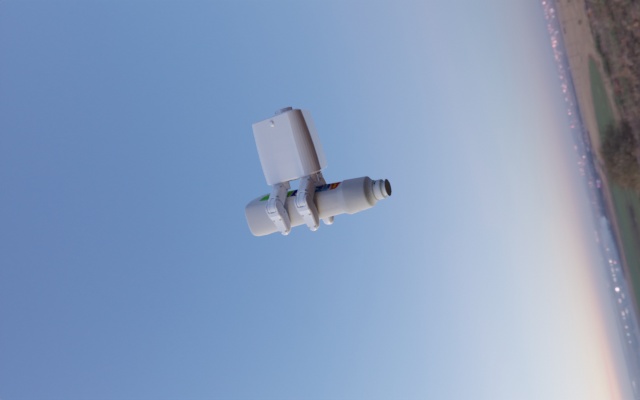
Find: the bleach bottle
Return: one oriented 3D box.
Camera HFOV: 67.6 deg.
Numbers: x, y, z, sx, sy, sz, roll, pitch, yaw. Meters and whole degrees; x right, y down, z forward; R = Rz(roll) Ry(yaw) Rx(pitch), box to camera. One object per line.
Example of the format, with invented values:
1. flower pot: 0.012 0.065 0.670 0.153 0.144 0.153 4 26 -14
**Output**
1. bleach bottle: 0.000 0.003 0.802 0.251 0.068 0.102 -13 8 28
